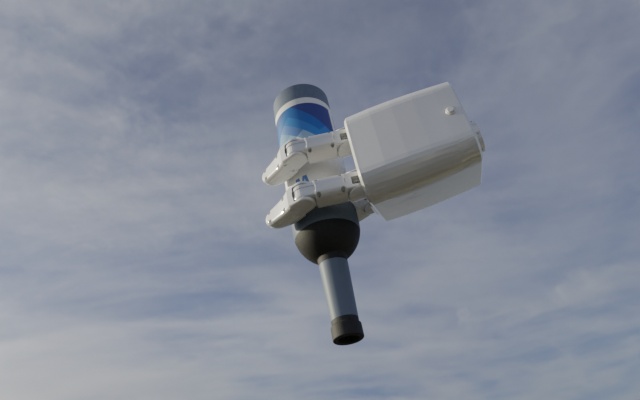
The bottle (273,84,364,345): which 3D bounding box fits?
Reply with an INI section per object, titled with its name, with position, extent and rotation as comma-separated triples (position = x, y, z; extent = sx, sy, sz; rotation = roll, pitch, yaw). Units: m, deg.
[bottle]
position = 0.000, 0.001, 0.491
extent = 0.069, 0.295, 0.069
rotation = -8, -36, -6
